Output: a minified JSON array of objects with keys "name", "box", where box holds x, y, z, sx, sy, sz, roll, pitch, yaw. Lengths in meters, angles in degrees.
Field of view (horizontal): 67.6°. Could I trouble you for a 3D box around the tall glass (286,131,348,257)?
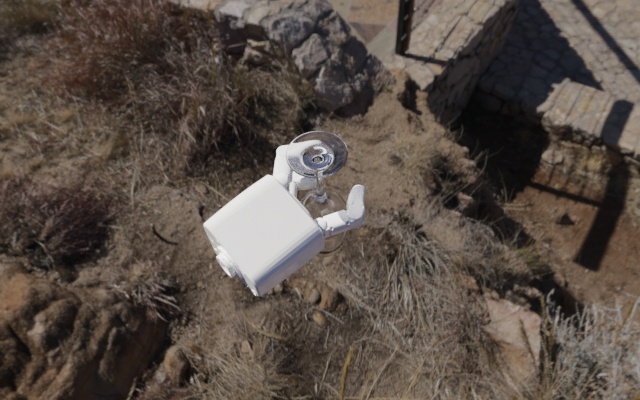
[{"name":"tall glass","box":[0.000,0.002,0.648,0.079,0.079,0.201,0,-36,4]}]
